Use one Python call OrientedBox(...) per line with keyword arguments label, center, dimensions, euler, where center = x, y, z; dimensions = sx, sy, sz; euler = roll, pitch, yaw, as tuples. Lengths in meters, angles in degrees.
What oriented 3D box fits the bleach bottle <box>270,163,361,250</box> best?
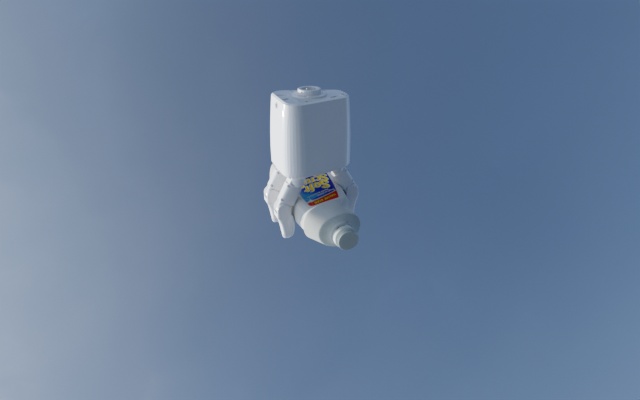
OrientedBox(label="bleach bottle", center=(0.000, 0.002, 0.732), dimensions=(0.102, 0.068, 0.250), euler=(-8, 26, -19))
